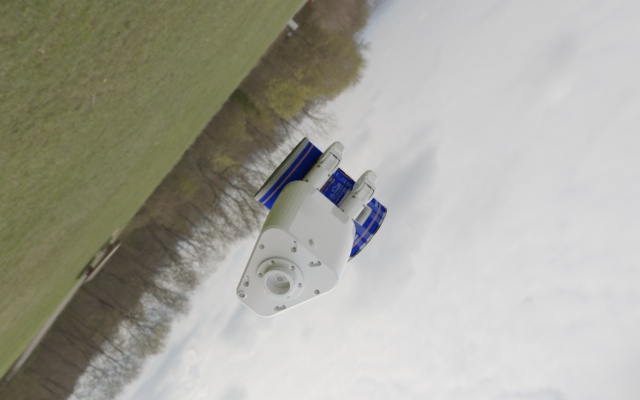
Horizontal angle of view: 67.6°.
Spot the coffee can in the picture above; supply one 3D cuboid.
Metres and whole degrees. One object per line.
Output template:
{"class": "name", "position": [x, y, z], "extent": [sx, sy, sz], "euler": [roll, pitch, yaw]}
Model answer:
{"class": "coffee can", "position": [0.000, 0.002, 0.618], "extent": [0.140, 0.103, 0.103], "euler": [41, -7, -8]}
